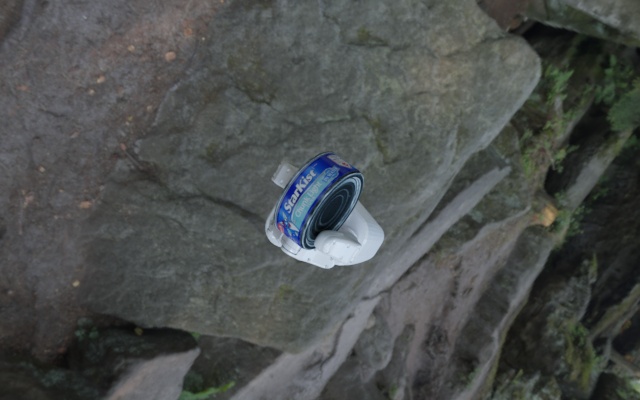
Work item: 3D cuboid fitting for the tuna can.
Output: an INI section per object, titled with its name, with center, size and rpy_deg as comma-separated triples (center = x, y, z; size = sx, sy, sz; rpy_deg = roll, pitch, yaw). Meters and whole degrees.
[tuna can]
center = 0.000, 0.002, 0.423
size = 0.033, 0.086, 0.086
rpy_deg = 37, 15, 22
